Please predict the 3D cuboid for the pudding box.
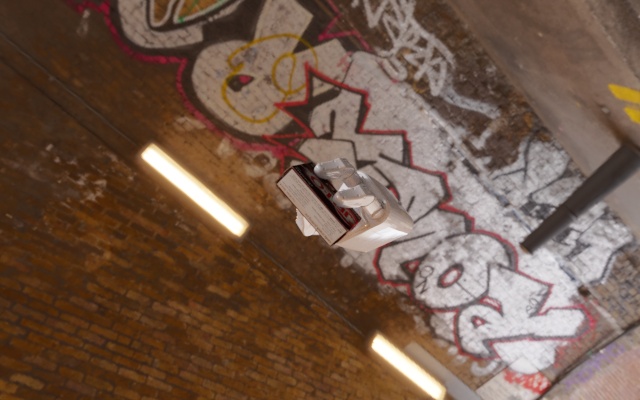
[{"bbox_3d":[0.000,0.002,0.640,0.039,0.113,0.090,-45,-5,16],"label":"pudding box"}]
